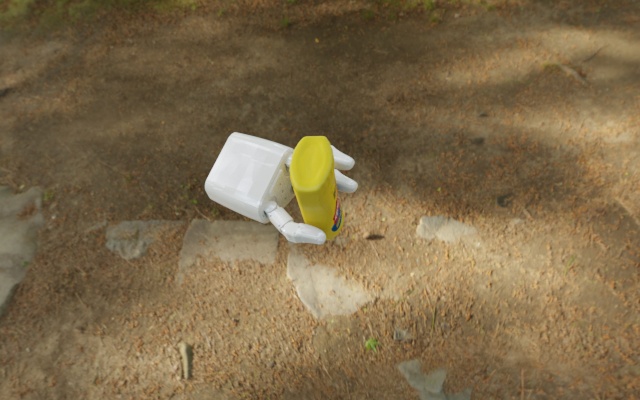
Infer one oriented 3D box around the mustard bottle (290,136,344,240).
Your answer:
[{"bbox_3d":[0.000,0.002,0.697,0.058,0.096,0.192,-1,-35,8],"label":"mustard bottle"}]
